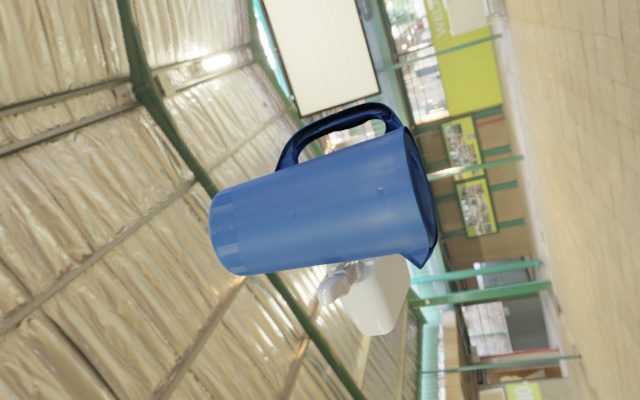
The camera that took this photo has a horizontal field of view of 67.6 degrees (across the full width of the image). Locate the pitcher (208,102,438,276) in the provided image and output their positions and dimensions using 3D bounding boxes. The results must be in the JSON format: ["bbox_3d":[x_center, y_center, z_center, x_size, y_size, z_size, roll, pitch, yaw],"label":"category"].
[{"bbox_3d":[0.000,0.002,0.539,0.243,0.145,0.149,-14,35,19],"label":"pitcher"}]
